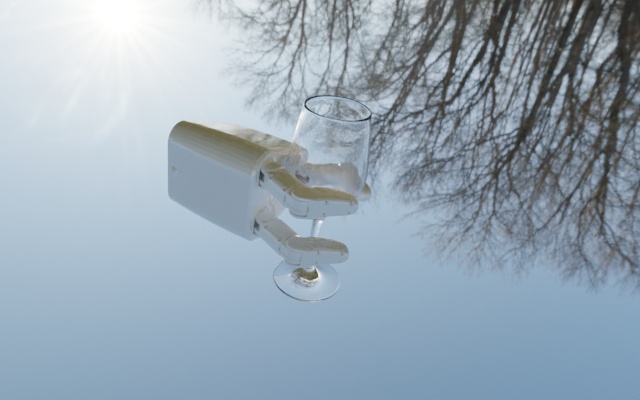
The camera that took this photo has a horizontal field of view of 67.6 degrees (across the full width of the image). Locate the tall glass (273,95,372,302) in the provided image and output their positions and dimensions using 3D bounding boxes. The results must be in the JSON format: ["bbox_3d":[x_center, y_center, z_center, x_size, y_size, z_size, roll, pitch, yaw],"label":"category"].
[{"bbox_3d":[0.000,0.002,0.475,0.079,0.201,0.079,8,31,-5],"label":"tall glass"}]
